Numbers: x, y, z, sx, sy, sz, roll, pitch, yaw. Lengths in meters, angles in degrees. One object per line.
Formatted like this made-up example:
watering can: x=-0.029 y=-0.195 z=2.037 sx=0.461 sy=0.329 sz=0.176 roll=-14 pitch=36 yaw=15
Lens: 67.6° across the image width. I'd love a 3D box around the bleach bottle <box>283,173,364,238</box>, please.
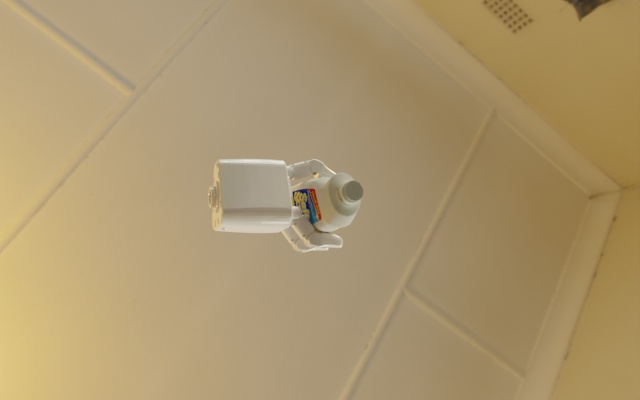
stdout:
bleach bottle: x=0.000 y=0.003 z=0.760 sx=0.068 sy=0.102 sz=0.251 roll=-1 pitch=-11 yaw=-22
